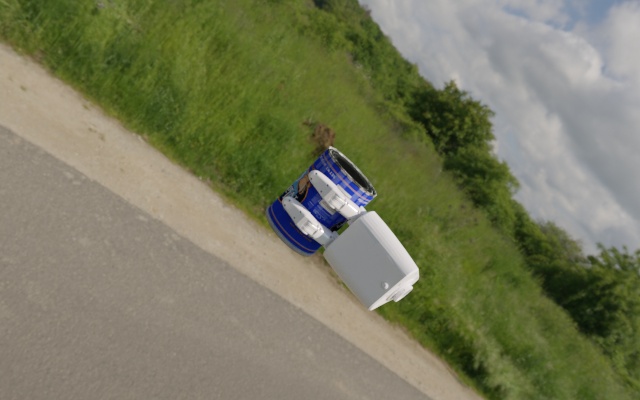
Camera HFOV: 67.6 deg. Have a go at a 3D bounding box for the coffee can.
[{"bbox_3d":[0.000,0.002,0.731,0.140,0.103,0.103,-44,-14,15],"label":"coffee can"}]
